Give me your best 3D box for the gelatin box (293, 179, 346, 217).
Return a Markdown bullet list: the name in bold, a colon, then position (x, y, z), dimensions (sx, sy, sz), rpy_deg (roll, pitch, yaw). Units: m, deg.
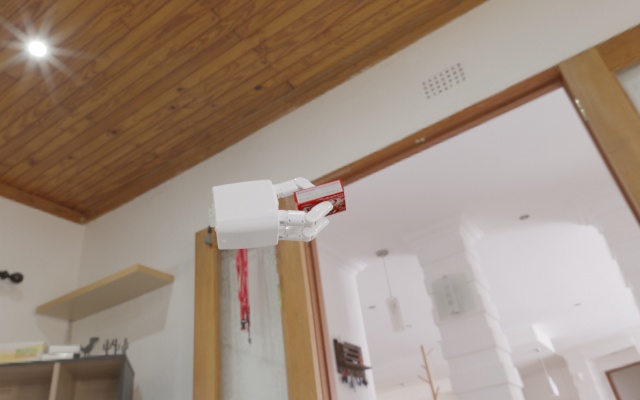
- **gelatin box**: position (0.000, 0.002, 0.863), dimensions (0.089, 0.030, 0.073), rpy_deg (-16, -30, -3)
